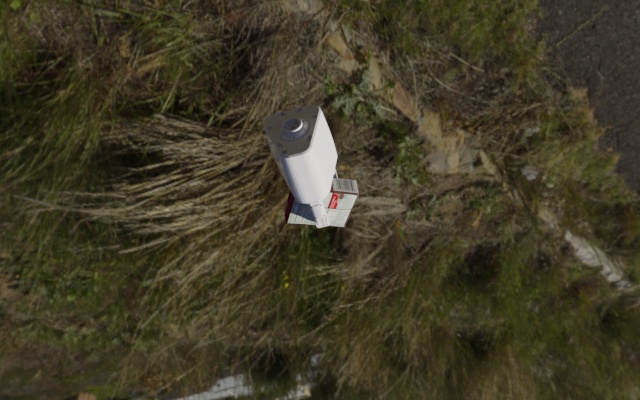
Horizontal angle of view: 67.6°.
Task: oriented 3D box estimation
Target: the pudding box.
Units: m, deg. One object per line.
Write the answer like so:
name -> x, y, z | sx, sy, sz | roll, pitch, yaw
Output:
pudding box -> 0.000, 0.003, 0.827 | 0.113, 0.039, 0.090 | 6, -44, -15
